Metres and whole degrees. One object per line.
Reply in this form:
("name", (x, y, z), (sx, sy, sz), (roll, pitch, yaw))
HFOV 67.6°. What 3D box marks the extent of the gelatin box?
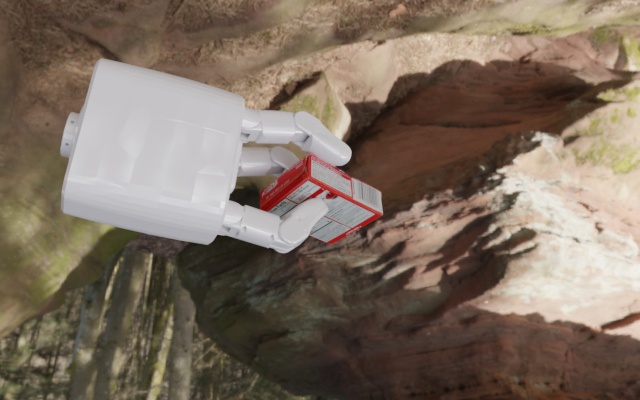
("gelatin box", (0.000, 0.002, 0.434), (0.089, 0.030, 0.073), (26, -42, -30))
